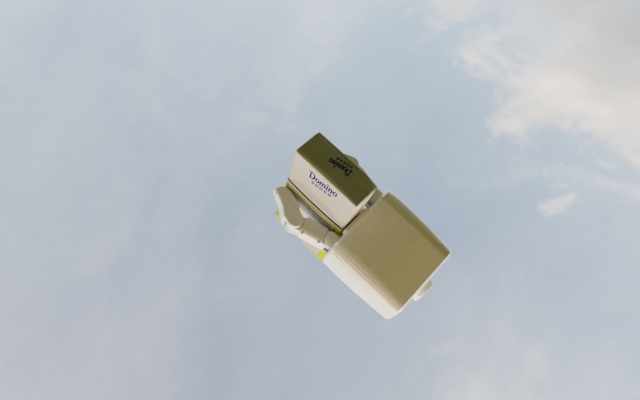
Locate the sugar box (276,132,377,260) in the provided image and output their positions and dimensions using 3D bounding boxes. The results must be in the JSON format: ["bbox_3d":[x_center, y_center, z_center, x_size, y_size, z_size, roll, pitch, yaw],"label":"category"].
[{"bbox_3d":[0.001,0.002,0.589,0.048,0.093,0.176,-42,-10,-29],"label":"sugar box"}]
